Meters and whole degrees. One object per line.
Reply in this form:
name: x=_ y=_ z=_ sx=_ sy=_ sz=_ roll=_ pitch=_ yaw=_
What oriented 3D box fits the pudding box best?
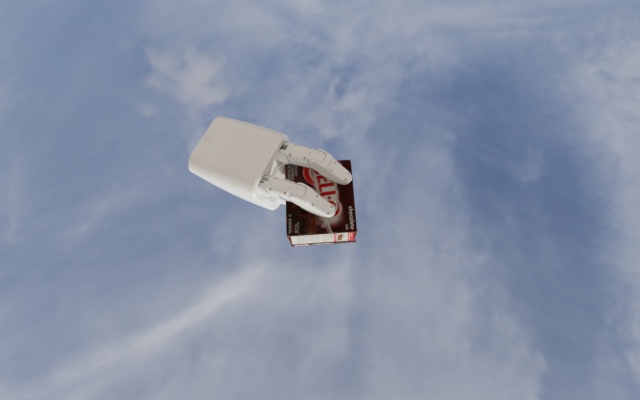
pudding box: x=0.000 y=0.002 z=0.633 sx=0.090 sy=0.113 sz=0.039 roll=-5 pitch=-27 yaw=2
